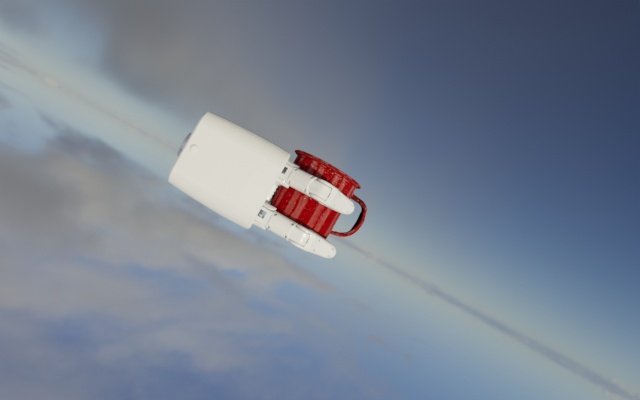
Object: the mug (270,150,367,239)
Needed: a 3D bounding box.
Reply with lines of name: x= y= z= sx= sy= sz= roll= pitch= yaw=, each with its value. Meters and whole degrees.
mug: x=0.001 y=0.003 z=0.587 sx=0.117 sy=0.081 sz=0.093 roll=30 pitch=-3 yaw=-6
